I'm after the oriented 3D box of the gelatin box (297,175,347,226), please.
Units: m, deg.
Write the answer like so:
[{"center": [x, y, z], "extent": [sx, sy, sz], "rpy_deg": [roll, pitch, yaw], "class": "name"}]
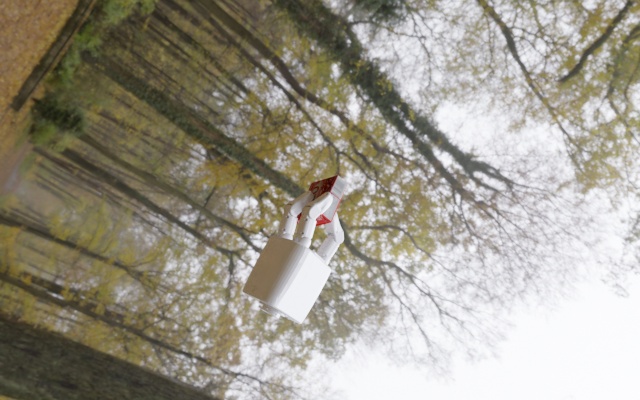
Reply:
[{"center": [0.001, 0.003, 0.838], "extent": [0.030, 0.089, 0.073], "rpy_deg": [41, -33, -27], "class": "gelatin box"}]
